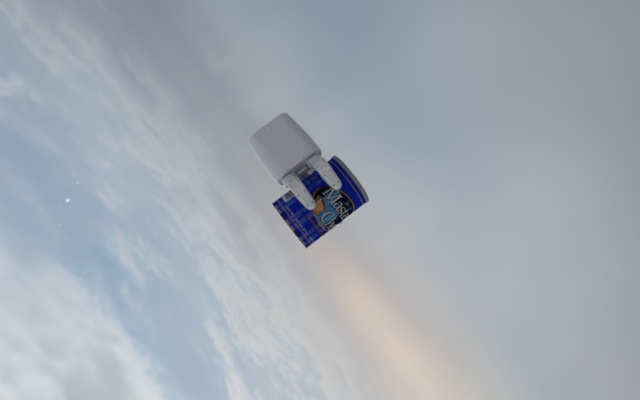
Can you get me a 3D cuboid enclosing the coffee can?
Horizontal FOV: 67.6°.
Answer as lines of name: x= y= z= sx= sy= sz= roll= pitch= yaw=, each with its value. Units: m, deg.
coffee can: x=0.000 y=0.003 z=0.848 sx=0.140 sy=0.103 sz=0.103 roll=-37 pitch=2 yaw=-3
